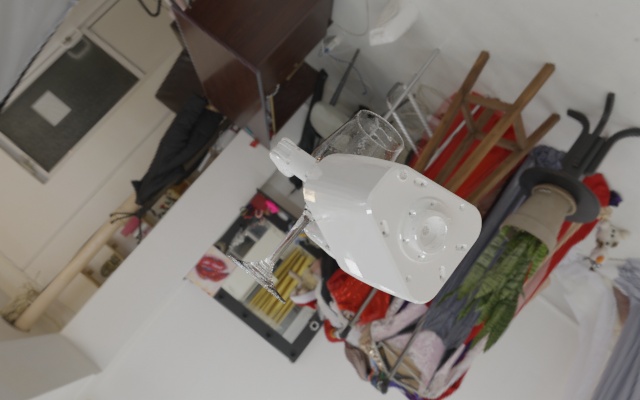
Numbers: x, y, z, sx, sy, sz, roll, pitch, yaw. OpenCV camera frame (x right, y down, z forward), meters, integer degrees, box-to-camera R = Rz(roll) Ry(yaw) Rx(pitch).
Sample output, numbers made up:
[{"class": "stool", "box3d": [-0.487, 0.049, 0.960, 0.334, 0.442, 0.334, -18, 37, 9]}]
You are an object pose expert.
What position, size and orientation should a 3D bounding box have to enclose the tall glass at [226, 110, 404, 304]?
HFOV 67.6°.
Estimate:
[{"class": "tall glass", "box3d": [0.000, 0.002, 0.481, 0.079, 0.201, 0.079, 38, -12, 9]}]
